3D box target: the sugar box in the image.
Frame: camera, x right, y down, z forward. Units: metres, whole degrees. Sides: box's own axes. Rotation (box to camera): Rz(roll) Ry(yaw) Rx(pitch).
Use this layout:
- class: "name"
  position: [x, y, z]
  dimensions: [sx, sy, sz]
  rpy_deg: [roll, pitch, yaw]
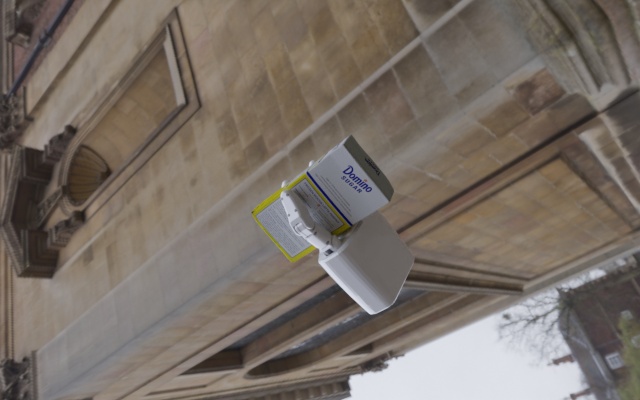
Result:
- class: "sugar box"
  position: [0.000, 0.002, 0.627]
  dimensions: [0.176, 0.093, 0.048]
  rpy_deg: [-35, 11, 29]
